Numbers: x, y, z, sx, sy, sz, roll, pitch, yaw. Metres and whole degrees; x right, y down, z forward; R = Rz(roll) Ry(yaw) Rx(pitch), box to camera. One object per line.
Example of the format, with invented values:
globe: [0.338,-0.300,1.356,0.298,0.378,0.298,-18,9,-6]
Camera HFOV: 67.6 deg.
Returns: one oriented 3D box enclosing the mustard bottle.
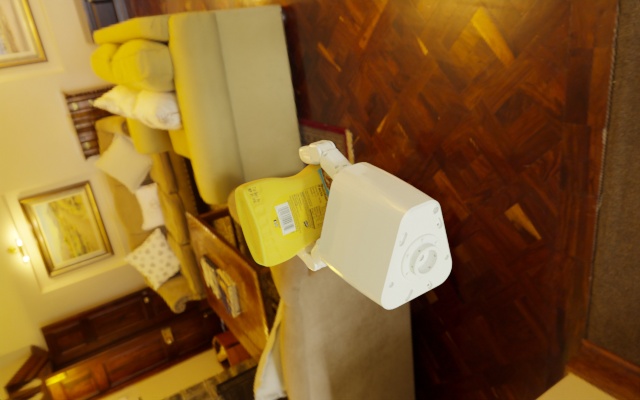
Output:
mustard bottle: [0.000,0.002,0.572,0.191,0.096,0.058,-20,8,-27]
